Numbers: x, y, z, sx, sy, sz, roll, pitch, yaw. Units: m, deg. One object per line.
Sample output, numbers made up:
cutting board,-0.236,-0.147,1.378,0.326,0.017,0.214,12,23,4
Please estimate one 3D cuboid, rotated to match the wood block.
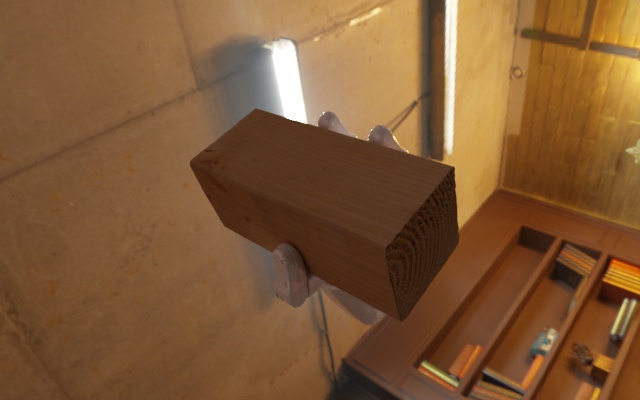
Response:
wood block,0.000,0.002,0.403,0.206,0.090,0.090,22,56,35
